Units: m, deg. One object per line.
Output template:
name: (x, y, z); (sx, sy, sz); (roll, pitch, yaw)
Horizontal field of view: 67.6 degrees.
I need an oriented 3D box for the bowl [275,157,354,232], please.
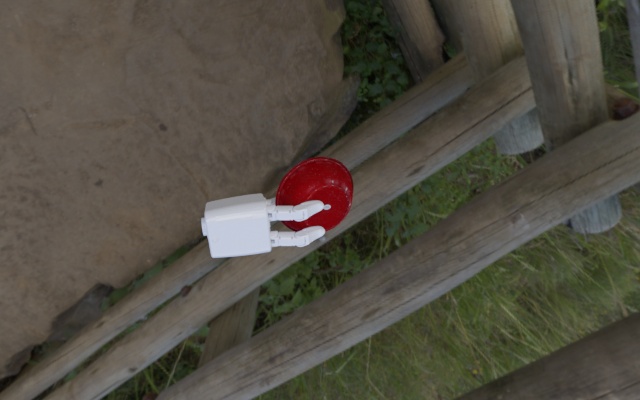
bowl: (0.001, 0.003, 0.890); (0.162, 0.162, 0.055); (0, 26, -26)
